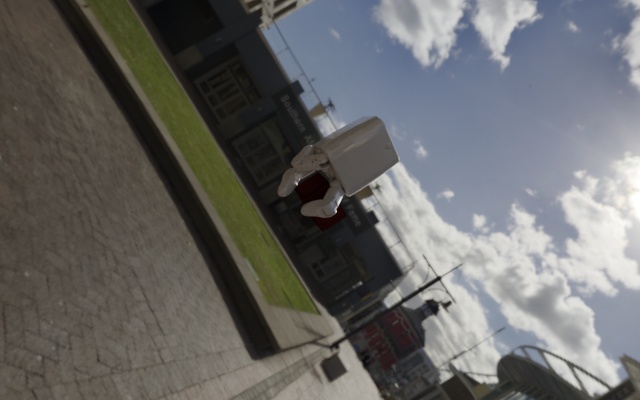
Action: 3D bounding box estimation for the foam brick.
[{"bbox_3d":[0.000,0.003,0.810,0.051,0.078,0.053,-33,31,-7],"label":"foam brick"}]
